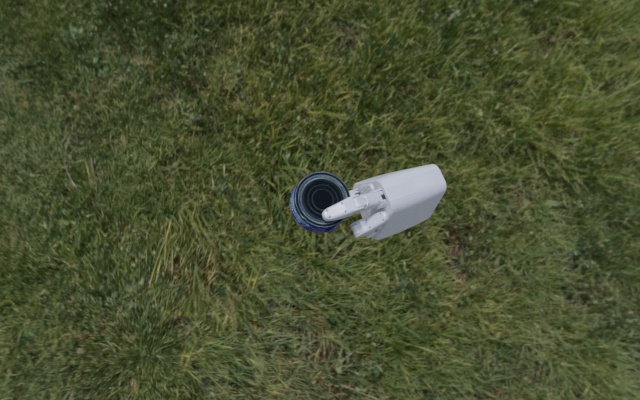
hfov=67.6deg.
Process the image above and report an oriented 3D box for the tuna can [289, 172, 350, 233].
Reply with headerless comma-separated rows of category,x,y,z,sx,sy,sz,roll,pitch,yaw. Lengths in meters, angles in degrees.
tuna can,0.000,0.002,0.691,0.086,0.086,0.034,0,-15,-14
